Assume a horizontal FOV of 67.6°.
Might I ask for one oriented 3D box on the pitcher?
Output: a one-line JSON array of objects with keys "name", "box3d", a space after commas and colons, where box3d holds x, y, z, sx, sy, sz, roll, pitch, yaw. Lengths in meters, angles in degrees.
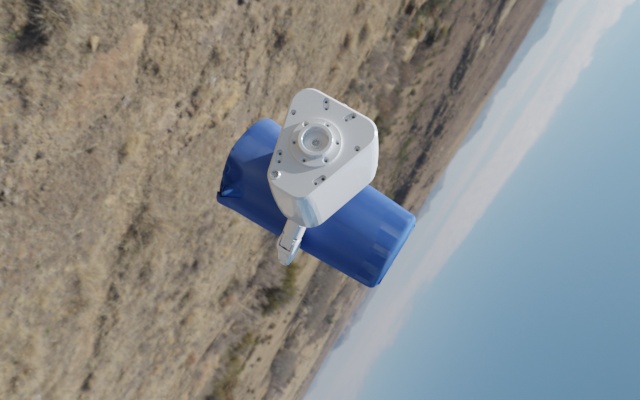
[{"name": "pitcher", "box3d": [0.000, 0.002, 0.632, 0.243, 0.149, 0.145, 32, -13, 11]}]
